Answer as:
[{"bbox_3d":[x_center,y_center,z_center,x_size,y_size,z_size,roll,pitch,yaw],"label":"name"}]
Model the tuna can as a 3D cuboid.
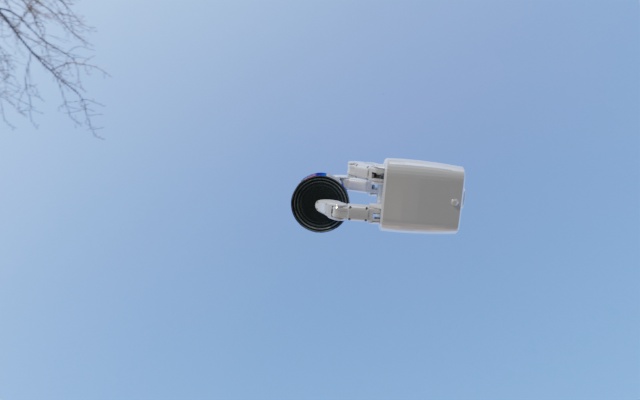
[{"bbox_3d":[0.000,0.002,0.707,0.086,0.086,0.033,0,13,2],"label":"tuna can"}]
